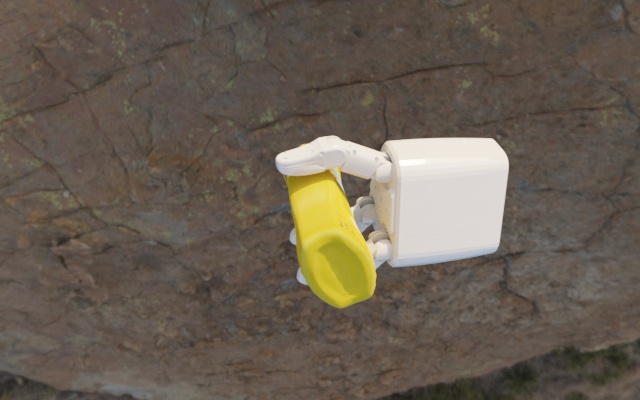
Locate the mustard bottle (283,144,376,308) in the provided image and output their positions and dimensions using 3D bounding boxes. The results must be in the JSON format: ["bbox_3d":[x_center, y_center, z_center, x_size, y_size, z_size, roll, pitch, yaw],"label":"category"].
[{"bbox_3d":[0.000,0.002,0.456,0.058,0.096,0.191,-23,38,7],"label":"mustard bottle"}]
